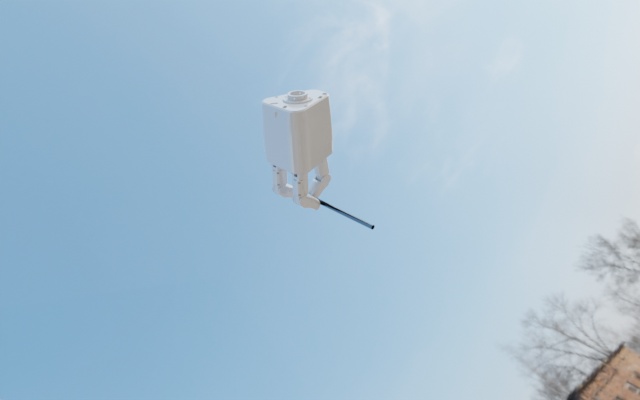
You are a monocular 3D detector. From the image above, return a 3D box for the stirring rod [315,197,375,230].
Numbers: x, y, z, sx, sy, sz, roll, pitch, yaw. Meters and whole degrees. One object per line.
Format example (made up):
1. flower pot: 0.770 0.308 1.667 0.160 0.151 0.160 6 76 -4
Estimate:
1. stirring rod: 0.000 0.003 0.838 0.239 0.011 0.011 26 17 40
